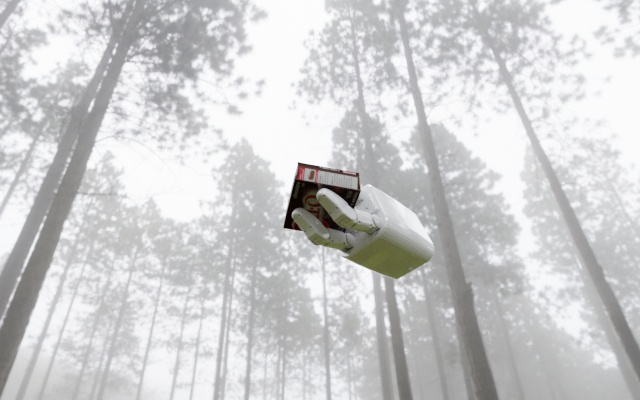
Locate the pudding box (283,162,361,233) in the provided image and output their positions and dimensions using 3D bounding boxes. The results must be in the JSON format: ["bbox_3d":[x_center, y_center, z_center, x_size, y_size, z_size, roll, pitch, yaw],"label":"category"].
[{"bbox_3d":[0.000,0.002,0.669,0.090,0.039,0.114,9,-43,-7],"label":"pudding box"}]
